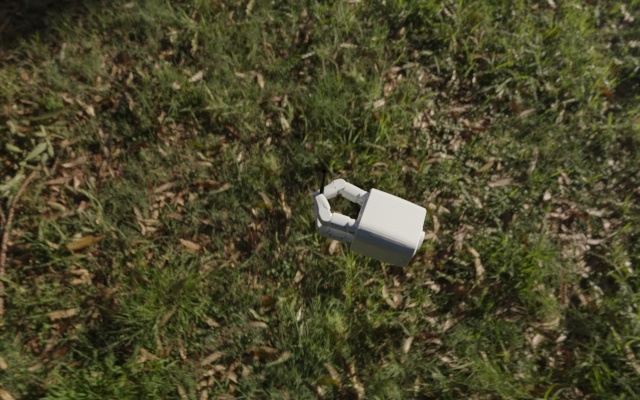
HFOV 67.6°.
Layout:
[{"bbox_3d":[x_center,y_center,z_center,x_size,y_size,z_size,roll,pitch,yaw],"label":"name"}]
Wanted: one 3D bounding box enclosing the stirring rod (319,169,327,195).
[{"bbox_3d":[0.000,0.003,0.869,0.011,0.011,0.240,0,-24,-3],"label":"stirring rod"}]
